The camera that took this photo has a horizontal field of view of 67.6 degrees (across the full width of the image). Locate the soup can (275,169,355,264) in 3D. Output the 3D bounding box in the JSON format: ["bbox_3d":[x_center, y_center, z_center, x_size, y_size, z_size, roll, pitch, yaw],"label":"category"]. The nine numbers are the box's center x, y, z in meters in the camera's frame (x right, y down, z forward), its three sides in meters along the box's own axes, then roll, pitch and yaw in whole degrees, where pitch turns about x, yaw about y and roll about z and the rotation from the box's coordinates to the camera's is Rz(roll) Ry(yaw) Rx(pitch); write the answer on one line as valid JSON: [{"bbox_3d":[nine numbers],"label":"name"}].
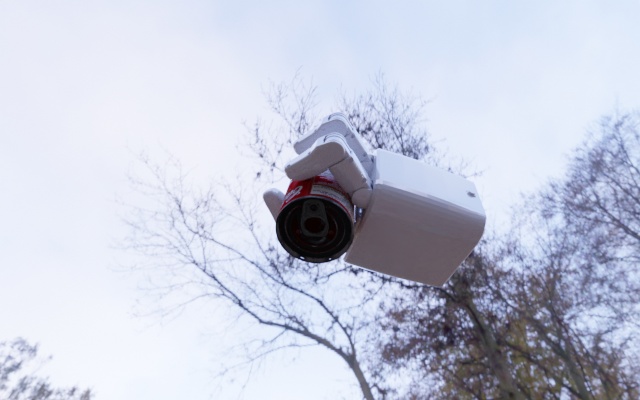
[{"bbox_3d":[0.000,0.001,0.449,0.068,0.068,0.102,0,30,7],"label":"soup can"}]
